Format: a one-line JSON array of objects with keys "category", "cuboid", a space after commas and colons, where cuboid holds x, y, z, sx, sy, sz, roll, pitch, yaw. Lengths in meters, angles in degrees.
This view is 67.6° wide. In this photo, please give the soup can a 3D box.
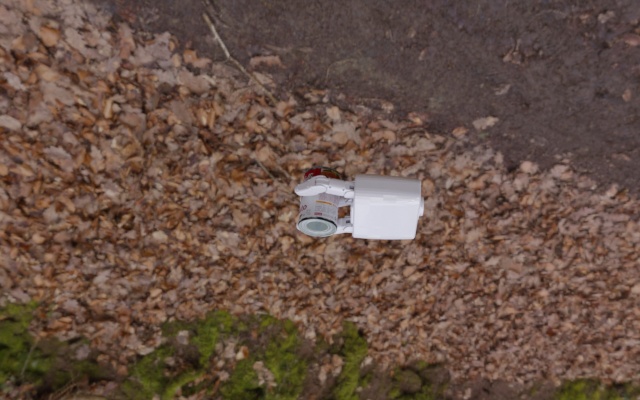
[{"category": "soup can", "cuboid": [0.000, 0.003, 0.814, 0.068, 0.102, 0.068, 5, -30, 3]}]
